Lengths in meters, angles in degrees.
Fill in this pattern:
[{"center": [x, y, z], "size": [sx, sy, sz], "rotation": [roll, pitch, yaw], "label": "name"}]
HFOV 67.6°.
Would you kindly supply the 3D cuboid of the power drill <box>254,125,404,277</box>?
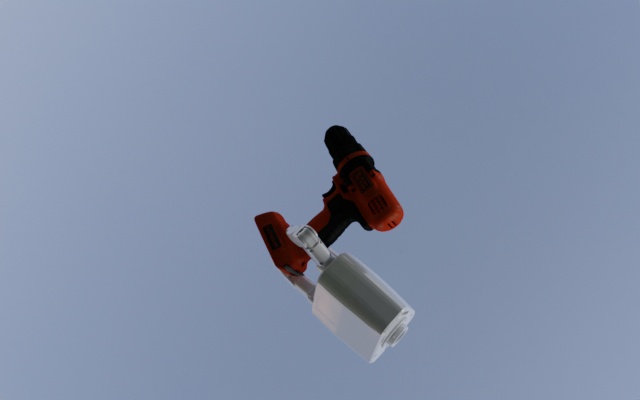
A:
[{"center": [0.000, 0.003, 0.665], "size": [0.188, 0.184, 0.057], "rotation": [-37, -35, 12], "label": "power drill"}]
